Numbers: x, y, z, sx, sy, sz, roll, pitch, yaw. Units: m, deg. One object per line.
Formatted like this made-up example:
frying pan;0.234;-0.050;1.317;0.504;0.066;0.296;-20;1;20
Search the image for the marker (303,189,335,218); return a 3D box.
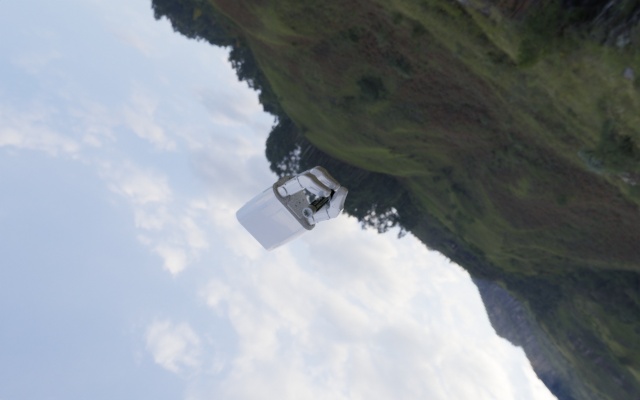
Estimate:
marker;0.000;0.003;0.831;0.020;0.020;0.121;0;17;21
